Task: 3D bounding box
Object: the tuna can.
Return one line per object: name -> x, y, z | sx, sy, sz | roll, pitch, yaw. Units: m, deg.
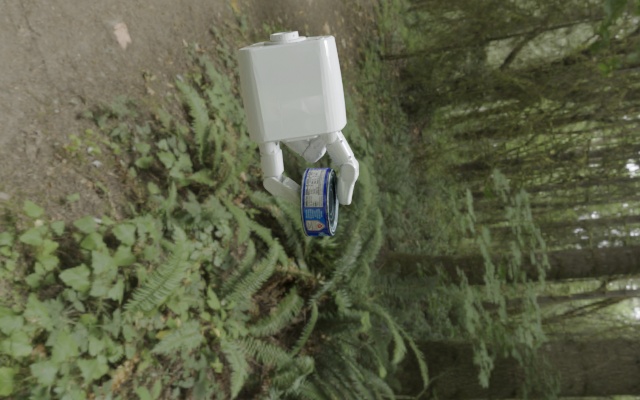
tuna can -> 0.001, 0.002, 0.590 | 0.034, 0.086, 0.086 | 0, 0, 11
